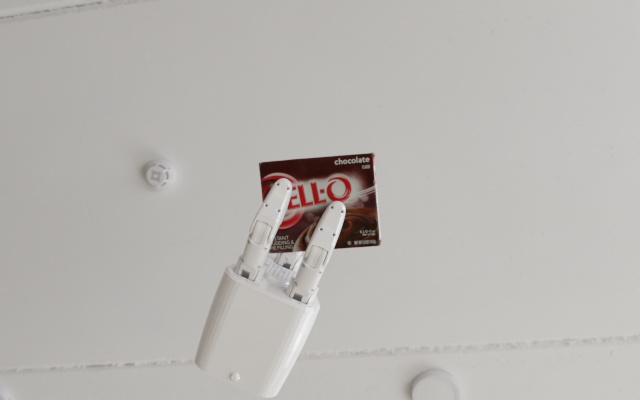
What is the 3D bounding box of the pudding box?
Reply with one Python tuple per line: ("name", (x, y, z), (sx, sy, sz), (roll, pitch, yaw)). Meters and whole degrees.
("pudding box", (0.000, 0.002, 0.469), (0.113, 0.090, 0.039), (-5, 7, 5))
